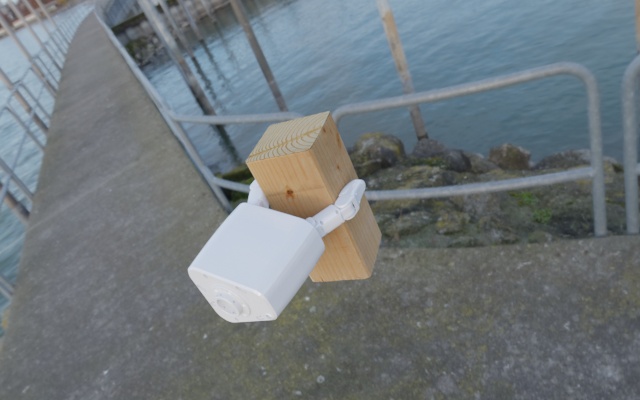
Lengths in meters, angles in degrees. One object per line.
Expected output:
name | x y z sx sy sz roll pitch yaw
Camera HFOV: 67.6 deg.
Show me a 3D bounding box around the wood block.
wood block | 0.000 0.002 0.625 0.091 0.206 0.090 -8 35 26
